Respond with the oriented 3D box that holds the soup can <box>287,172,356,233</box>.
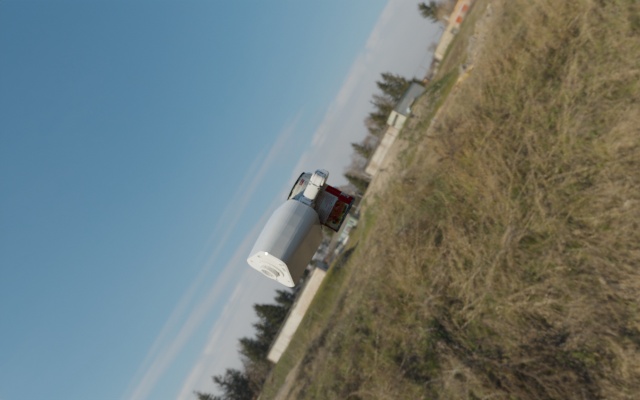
[{"bbox_3d":[0.000,0.002,0.826,0.102,0.068,0.068,28,2,5],"label":"soup can"}]
